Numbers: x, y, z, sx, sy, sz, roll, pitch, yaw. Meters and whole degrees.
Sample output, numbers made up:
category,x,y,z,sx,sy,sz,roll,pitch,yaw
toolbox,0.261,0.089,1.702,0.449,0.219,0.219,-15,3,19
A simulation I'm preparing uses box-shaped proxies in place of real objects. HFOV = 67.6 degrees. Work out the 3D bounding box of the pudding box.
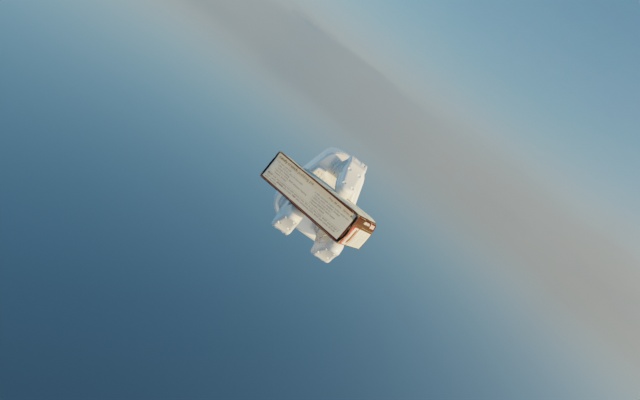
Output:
category,x,y,z,sx,sy,sz,roll,pitch,yaw
pudding box,0.000,0.002,0.510,0.113,0.039,0.090,38,5,20
